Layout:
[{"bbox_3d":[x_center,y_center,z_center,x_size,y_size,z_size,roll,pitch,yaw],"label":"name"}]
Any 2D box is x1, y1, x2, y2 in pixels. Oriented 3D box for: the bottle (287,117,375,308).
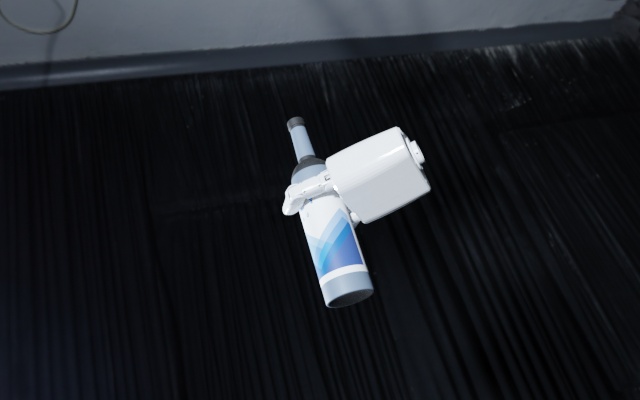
[{"bbox_3d":[0.000,0.003,0.688,0.069,0.295,0.069,-14,-26,-7],"label":"bottle"}]
